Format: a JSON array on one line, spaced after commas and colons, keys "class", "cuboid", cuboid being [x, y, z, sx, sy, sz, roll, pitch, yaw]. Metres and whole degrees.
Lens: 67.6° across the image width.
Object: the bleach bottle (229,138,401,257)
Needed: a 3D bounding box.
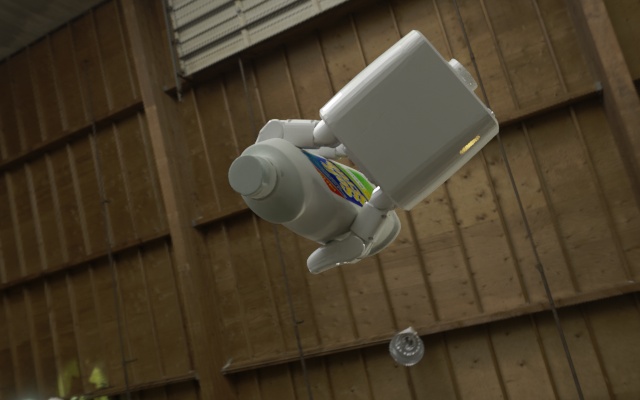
[{"class": "bleach bottle", "cuboid": [0.000, 0.001, 0.444, 0.068, 0.102, 0.251, -39, -18, 14]}]
